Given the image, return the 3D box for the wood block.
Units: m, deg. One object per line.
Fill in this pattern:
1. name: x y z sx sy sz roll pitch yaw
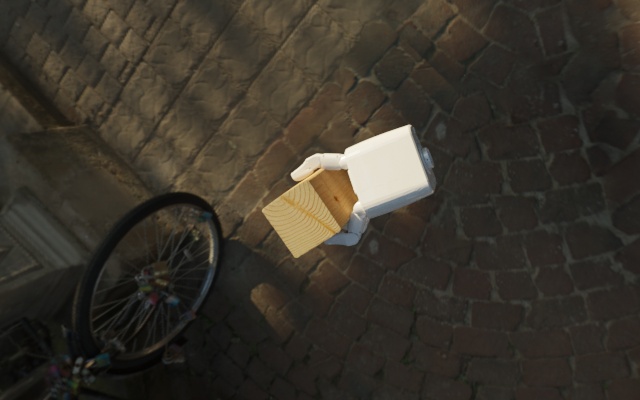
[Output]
1. wood block: 0.000 0.002 0.782 0.090 0.091 0.206 -33 3 21
